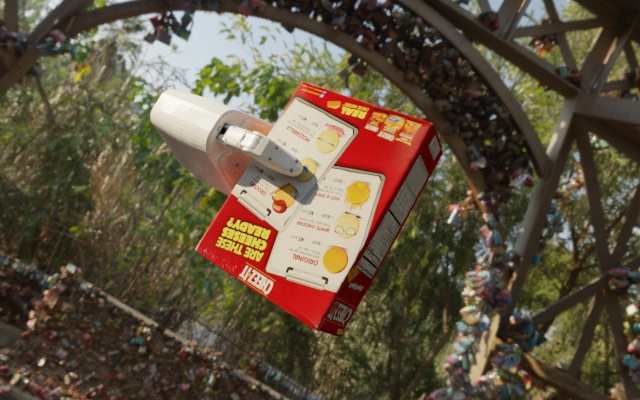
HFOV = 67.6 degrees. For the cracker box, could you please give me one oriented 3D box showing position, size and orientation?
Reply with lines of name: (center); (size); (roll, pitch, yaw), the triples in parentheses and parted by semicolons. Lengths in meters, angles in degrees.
cracker box: (0.000, 0.001, 0.484); (0.164, 0.213, 0.072); (25, -9, 31)
